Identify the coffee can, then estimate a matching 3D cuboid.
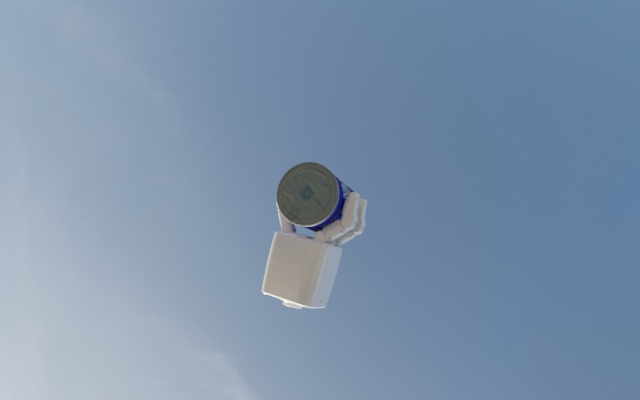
[{"bbox_3d":[0.000,0.002,0.808,0.103,0.102,0.140,0,-11,19],"label":"coffee can"}]
